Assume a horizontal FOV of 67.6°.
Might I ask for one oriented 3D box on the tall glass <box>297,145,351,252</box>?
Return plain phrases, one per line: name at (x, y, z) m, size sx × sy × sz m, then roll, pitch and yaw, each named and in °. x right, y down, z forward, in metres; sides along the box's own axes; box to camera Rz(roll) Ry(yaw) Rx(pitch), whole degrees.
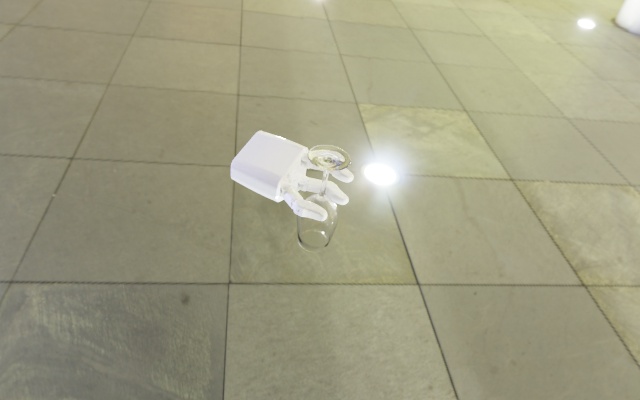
tall glass at (0.000, 0.002, 0.867) m, size 0.079 × 0.201 × 0.079 m, roll 6°, pitch 39°, yaw -5°
